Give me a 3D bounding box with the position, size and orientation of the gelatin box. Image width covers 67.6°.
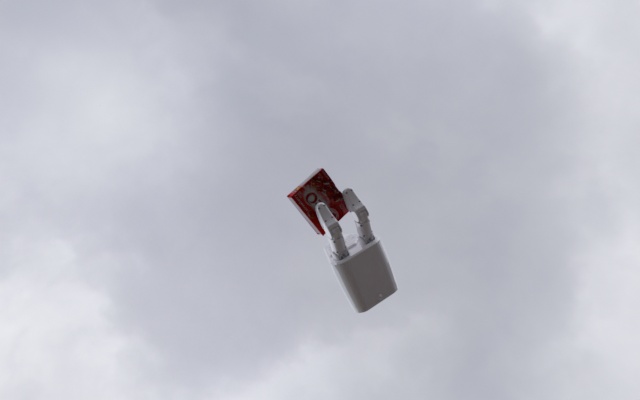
[{"bbox_3d":[0.000,0.002,0.793,0.073,0.089,0.030,-42,16,-14],"label":"gelatin box"}]
